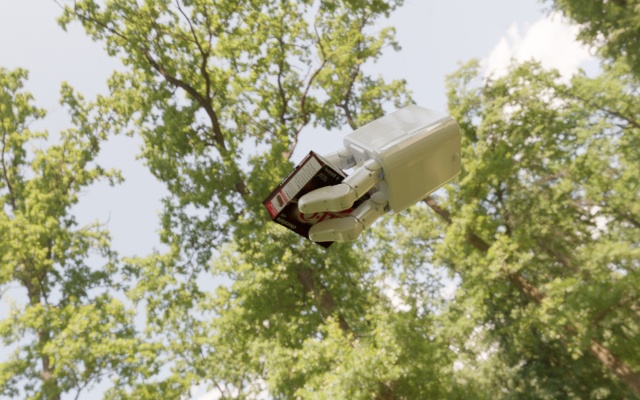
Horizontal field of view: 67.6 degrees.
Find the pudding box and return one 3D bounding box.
[{"bbox_3d":[0.000,0.002,0.574,0.113,0.090,0.039,33,15,-45],"label":"pudding box"}]
